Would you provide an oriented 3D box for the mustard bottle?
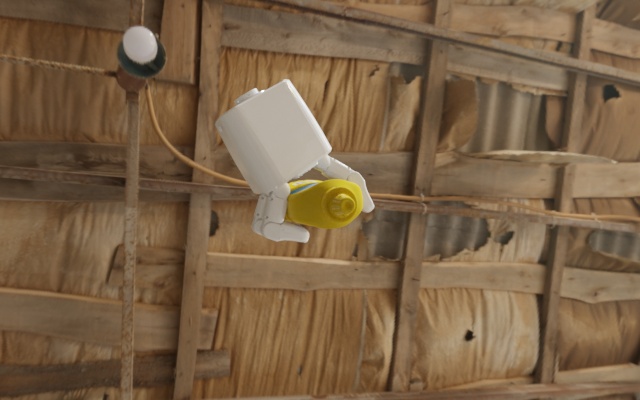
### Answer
[{"bbox_3d":[0.000,0.002,0.605,0.096,0.058,0.191,-8,4,-18],"label":"mustard bottle"}]
